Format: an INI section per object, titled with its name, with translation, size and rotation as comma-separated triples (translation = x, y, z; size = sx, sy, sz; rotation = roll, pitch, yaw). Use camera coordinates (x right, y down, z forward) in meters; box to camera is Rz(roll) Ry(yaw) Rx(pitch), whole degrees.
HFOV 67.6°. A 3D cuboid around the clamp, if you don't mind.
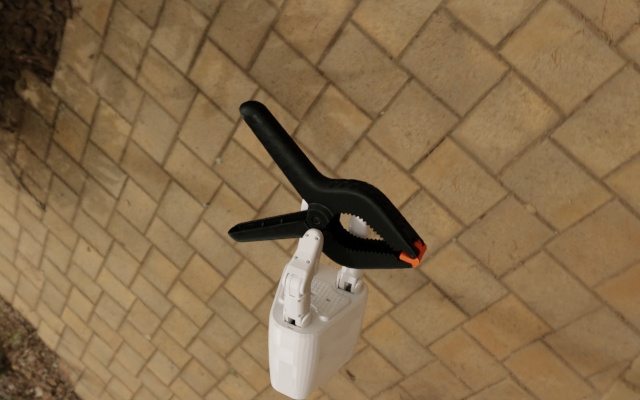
[clamp]
translation = 0.000, 0.002, 0.452
size = 0.210, 0.165, 0.036
rotation = 18, 37, 19
